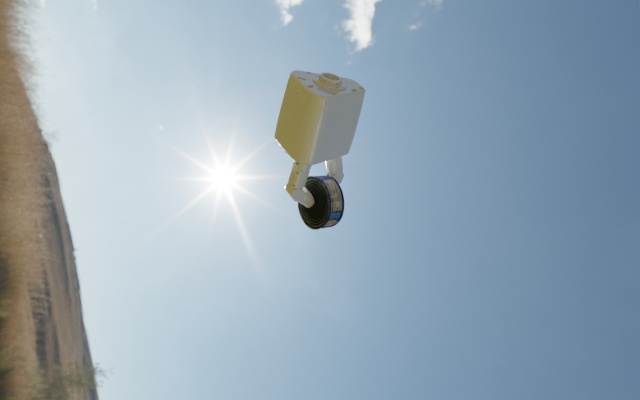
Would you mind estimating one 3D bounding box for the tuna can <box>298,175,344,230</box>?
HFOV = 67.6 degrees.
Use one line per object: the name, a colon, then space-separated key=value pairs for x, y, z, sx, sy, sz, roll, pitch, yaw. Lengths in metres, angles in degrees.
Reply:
tuna can: x=0.001 y=0.003 z=0.766 sx=0.034 sy=0.086 sz=0.086 roll=-7 pitch=4 yaw=-36
